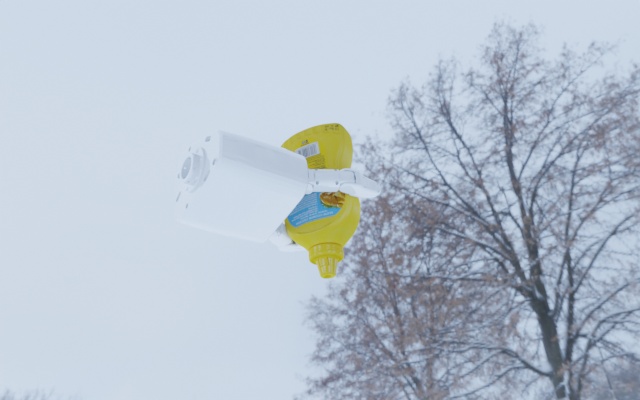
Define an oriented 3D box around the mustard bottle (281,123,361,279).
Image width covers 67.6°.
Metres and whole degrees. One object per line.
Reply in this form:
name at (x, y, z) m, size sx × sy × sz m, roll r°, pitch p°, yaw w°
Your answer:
mustard bottle at (0.000, 0.002, 0.586) m, size 0.096 × 0.191 × 0.058 m, roll -18°, pitch -30°, yaw 21°
